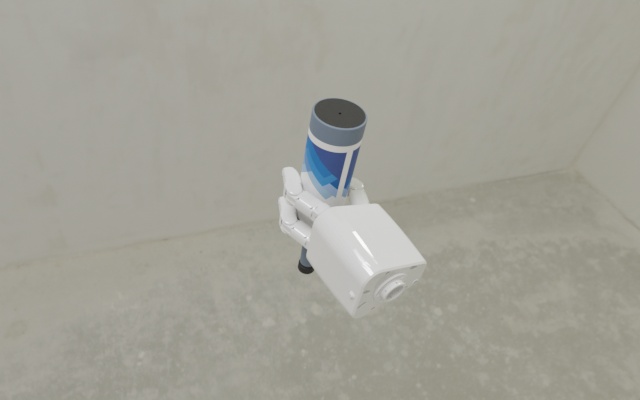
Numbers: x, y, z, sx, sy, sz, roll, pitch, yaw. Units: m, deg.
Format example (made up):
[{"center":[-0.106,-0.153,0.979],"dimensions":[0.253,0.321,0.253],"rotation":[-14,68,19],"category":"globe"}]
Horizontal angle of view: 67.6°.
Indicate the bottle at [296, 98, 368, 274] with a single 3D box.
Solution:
[{"center":[0.000,0.002,0.661],"dimensions":[0.069,0.296,0.069],"rotation":[7,43,-6],"category":"bottle"}]
